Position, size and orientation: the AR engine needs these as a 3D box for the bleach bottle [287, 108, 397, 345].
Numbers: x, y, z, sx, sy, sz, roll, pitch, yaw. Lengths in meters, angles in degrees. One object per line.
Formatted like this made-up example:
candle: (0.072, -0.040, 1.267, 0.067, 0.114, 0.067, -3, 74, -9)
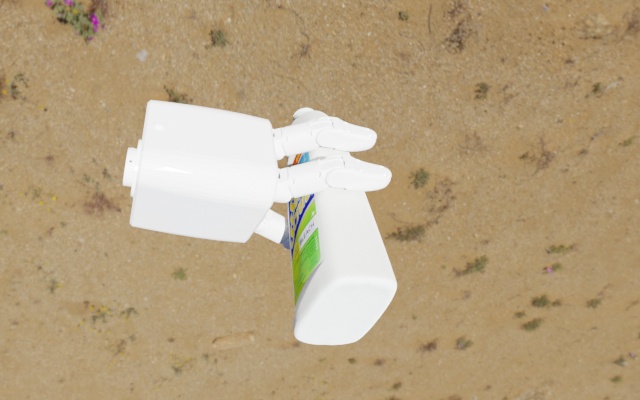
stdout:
bleach bottle: (0.000, 0.001, 0.462, 0.068, 0.250, 0.103, 8, -47, -21)
